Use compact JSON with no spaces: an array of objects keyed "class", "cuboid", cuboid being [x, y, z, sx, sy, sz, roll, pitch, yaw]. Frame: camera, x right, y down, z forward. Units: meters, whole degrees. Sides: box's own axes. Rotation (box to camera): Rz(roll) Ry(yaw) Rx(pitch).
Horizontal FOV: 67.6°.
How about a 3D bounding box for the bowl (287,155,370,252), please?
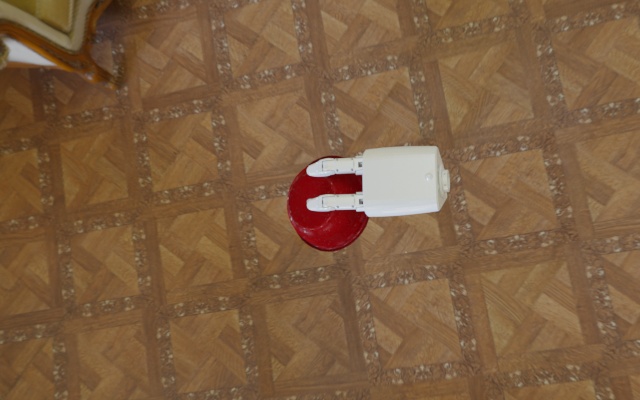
[{"class":"bowl","cuboid":[-0.001,0.003,0.777,0.162,0.162,0.055,0,-5,33]}]
